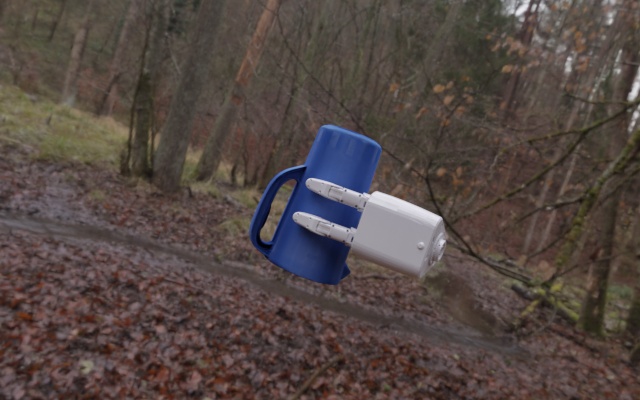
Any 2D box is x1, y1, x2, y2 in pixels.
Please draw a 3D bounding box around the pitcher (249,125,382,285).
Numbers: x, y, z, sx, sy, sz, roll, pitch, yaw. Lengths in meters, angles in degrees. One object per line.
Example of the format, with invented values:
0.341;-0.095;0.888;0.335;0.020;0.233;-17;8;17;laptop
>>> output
0.000;0.003;0.779;0.145;0.243;0.149;22;3;27;pitcher
